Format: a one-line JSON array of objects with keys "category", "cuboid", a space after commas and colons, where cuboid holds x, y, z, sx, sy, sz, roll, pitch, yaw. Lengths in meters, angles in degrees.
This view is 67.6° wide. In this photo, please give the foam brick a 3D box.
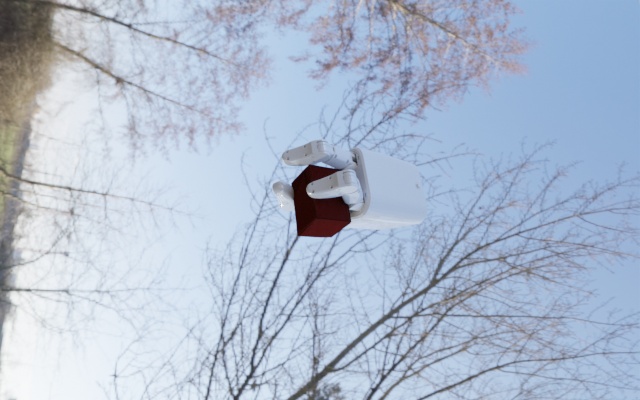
[{"category": "foam brick", "cuboid": [0.000, 0.002, 0.605, 0.051, 0.078, 0.053, 8, -30, -30]}]
